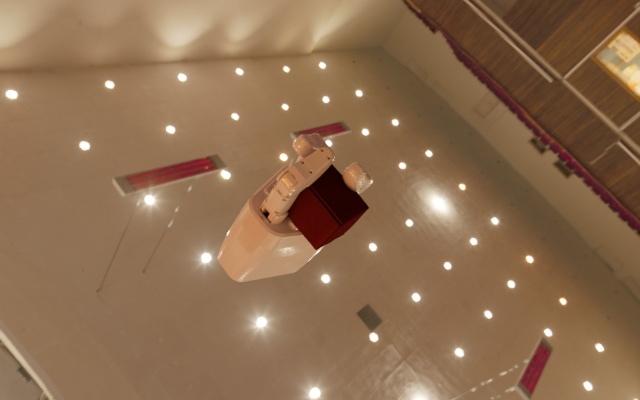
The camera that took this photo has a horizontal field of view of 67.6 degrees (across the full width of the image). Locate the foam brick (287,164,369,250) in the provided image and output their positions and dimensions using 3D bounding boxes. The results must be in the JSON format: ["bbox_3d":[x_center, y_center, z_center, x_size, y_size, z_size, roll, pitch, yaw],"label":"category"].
[{"bbox_3d":[0.000,0.002,0.496,0.053,0.078,0.051,-25,-20,-47],"label":"foam brick"}]
